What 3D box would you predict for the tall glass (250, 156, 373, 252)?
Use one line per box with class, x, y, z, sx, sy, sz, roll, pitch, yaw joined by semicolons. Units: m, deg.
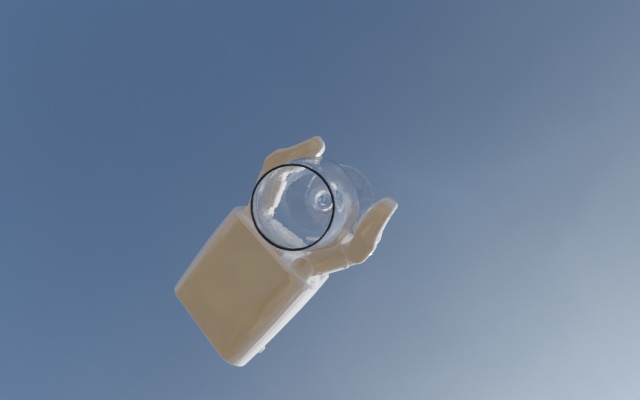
tall glass;0.000;0.001;0.430;0.079;0.079;0.201;0;2;12
